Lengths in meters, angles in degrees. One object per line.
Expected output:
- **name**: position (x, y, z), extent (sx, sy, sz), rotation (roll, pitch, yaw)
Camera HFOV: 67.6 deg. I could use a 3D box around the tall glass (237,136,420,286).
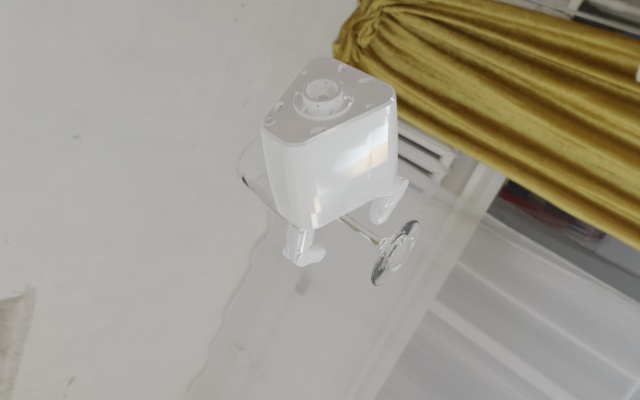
- **tall glass**: position (0.001, 0.002, 0.502), extent (0.201, 0.079, 0.079), rotation (34, 17, 28)
